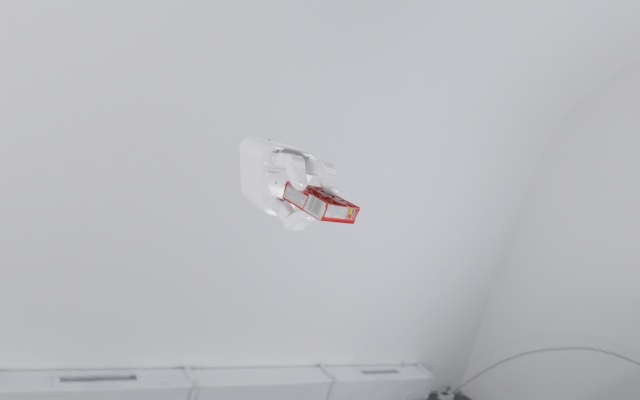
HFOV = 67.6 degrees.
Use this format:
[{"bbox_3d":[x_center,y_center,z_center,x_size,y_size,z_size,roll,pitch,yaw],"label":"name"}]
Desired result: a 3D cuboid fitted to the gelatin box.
[{"bbox_3d":[0.000,0.003,0.686,0.073,0.030,0.089,9,15,-47],"label":"gelatin box"}]
